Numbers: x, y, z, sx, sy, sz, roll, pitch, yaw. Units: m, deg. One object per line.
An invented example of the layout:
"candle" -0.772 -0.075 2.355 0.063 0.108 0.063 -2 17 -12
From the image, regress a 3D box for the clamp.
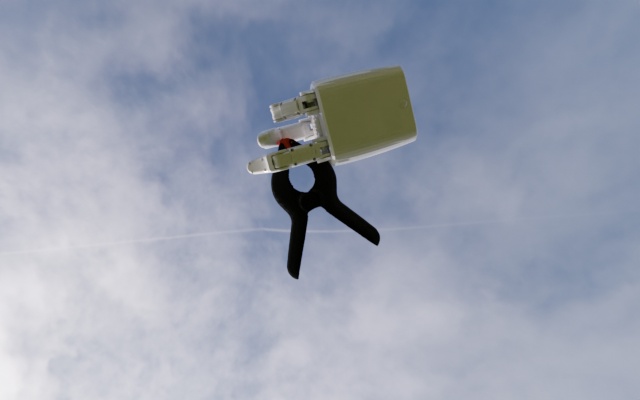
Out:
"clamp" 0.000 0.002 0.580 0.120 0.171 0.039 -15 9 -7
